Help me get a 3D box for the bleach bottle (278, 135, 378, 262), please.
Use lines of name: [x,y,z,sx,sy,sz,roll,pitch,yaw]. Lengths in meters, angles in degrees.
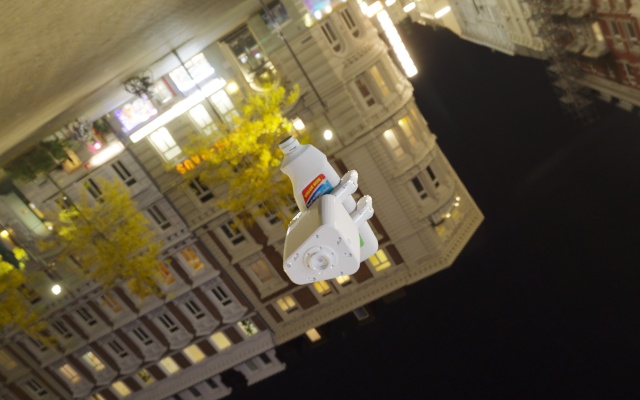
bleach bottle: [0.000,0.003,0.833,0.102,0.251,0.068,-29,20,13]
